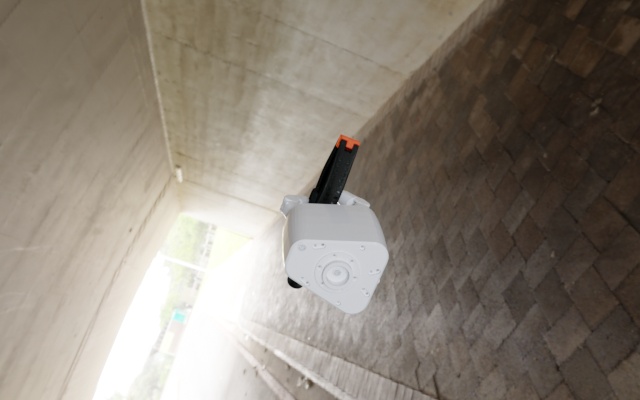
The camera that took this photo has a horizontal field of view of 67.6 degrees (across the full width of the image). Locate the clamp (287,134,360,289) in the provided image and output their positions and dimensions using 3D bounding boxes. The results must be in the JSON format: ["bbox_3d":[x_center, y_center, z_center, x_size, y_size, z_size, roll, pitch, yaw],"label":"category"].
[{"bbox_3d":[0.000,0.002,0.686,0.036,0.210,0.164,20,17,-9],"label":"clamp"}]
